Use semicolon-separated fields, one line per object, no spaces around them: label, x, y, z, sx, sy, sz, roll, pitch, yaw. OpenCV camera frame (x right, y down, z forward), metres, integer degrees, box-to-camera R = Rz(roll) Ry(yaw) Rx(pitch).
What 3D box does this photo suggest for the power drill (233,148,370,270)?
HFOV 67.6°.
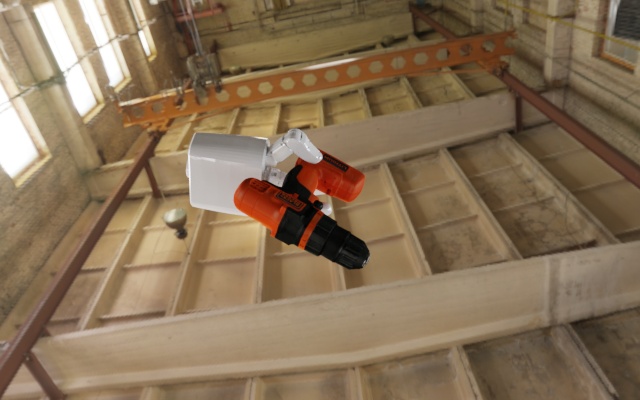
power drill;0.000;0.002;0.644;0.184;0.057;0.187;30;30;6
